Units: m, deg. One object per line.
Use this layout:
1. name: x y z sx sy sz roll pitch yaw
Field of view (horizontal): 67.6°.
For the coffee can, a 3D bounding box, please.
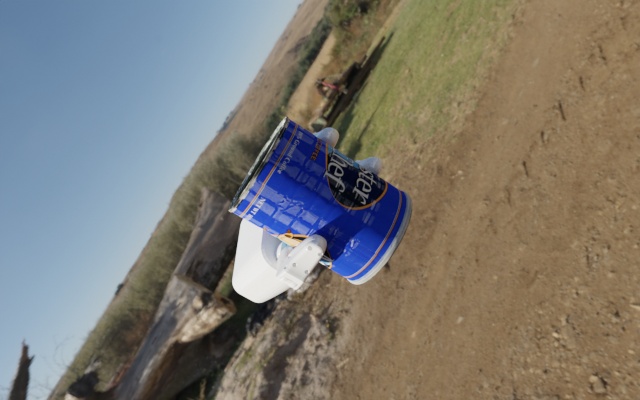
1. coffee can: 0.000 0.002 0.453 0.140 0.103 0.103 32 -7 -12
